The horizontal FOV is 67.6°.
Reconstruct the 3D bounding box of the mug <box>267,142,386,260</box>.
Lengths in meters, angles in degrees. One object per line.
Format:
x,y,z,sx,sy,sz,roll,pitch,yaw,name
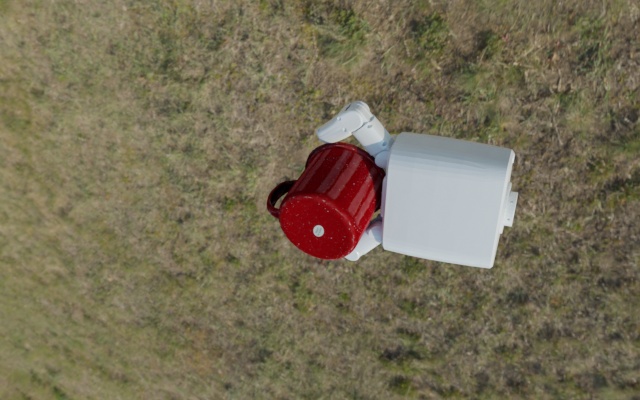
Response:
-0.001,0.001,0.472,0.117,0.093,0.081,8,40,23,mug
